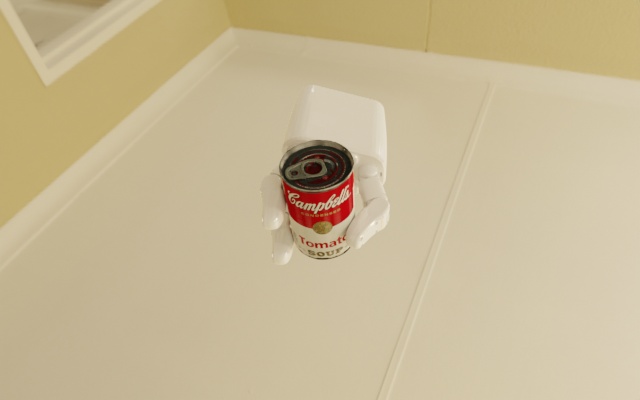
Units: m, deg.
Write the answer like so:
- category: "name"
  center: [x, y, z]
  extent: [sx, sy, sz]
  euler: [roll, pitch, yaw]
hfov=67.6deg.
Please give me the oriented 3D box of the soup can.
- category: "soup can"
  center: [0.000, 0.002, 0.464]
  extent: [0.068, 0.068, 0.102]
  euler: [0, -43, 6]
